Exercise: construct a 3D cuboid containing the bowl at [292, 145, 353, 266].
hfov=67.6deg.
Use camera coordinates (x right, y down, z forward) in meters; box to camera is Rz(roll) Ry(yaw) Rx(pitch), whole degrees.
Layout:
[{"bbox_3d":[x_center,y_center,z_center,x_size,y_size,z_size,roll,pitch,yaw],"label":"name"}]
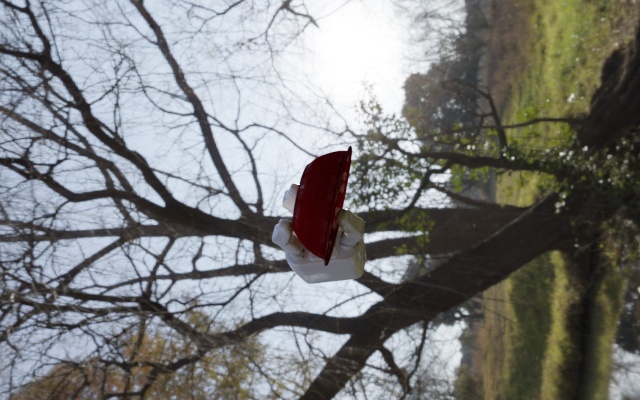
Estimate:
[{"bbox_3d":[0.000,0.001,0.631,0.055,0.162,0.162,12,1,5],"label":"bowl"}]
